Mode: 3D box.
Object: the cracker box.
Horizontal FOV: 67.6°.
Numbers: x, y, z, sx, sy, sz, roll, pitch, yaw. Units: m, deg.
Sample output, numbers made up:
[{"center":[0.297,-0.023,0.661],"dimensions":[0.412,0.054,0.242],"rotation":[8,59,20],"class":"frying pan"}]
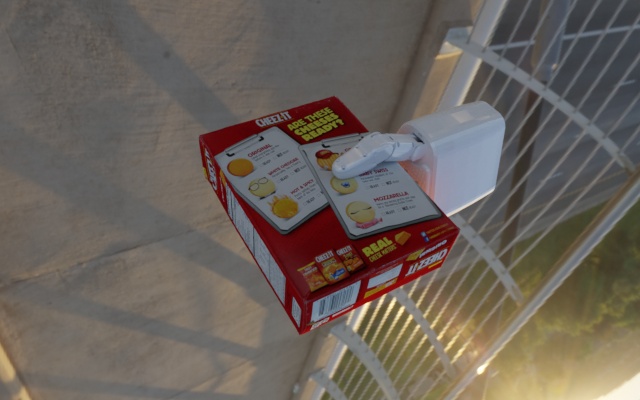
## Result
[{"center":[0.000,0.002,0.470],"dimensions":[0.164,0.213,0.072],"rotation":[-21,-36,-24],"class":"cracker box"}]
